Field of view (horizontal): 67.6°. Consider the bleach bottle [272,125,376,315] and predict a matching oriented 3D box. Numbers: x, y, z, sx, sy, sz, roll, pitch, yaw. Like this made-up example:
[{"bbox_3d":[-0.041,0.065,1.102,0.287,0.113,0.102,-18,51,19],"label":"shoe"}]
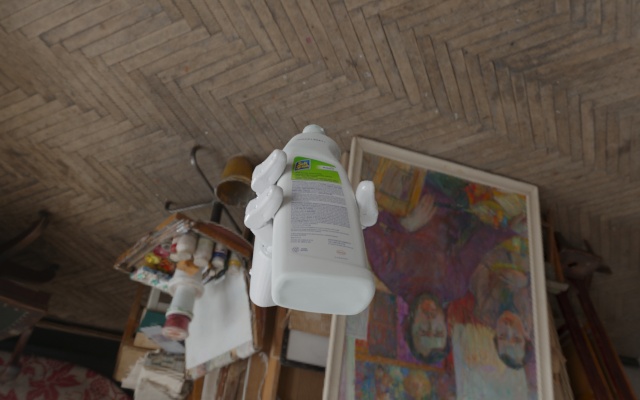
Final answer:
[{"bbox_3d":[0.000,0.002,0.541,0.102,0.250,0.068,8,-45,-8],"label":"bleach bottle"}]
